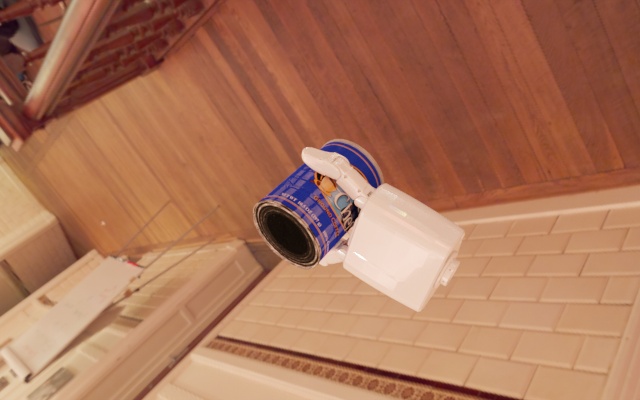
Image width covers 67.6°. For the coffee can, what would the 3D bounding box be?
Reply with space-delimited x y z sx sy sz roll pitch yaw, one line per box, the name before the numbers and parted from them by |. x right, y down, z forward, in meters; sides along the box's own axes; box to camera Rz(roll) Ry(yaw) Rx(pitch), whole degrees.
coffee can | 0.000 0.002 0.598 0.103 0.103 0.140 0 35 47
